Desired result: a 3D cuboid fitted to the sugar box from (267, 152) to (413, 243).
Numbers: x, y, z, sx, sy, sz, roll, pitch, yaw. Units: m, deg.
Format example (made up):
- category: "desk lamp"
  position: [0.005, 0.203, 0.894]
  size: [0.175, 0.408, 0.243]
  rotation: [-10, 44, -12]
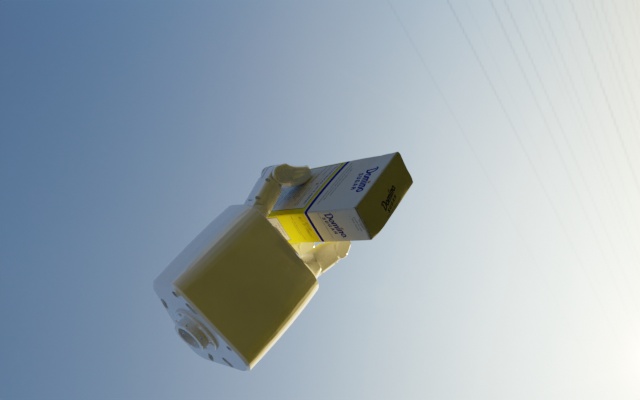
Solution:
- category: "sugar box"
  position: [0.000, 0.002, 0.504]
  size: [0.176, 0.048, 0.093]
  rotation: [-3, 35, 43]
